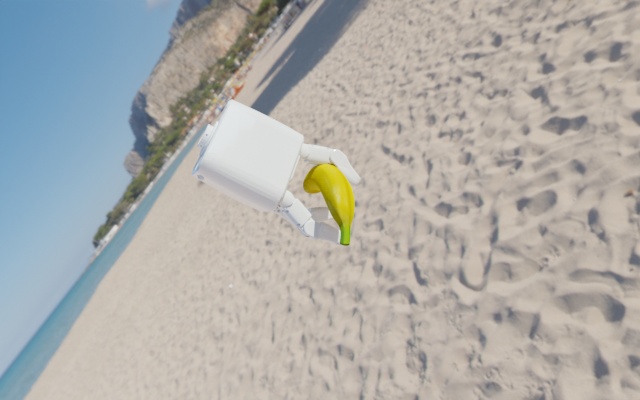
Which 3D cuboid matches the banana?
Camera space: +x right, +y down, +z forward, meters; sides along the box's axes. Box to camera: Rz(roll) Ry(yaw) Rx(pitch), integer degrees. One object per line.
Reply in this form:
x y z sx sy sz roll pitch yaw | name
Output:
0.007 -0.014 0.626 0.037 0.070 0.197 15 16 -18 | banana
